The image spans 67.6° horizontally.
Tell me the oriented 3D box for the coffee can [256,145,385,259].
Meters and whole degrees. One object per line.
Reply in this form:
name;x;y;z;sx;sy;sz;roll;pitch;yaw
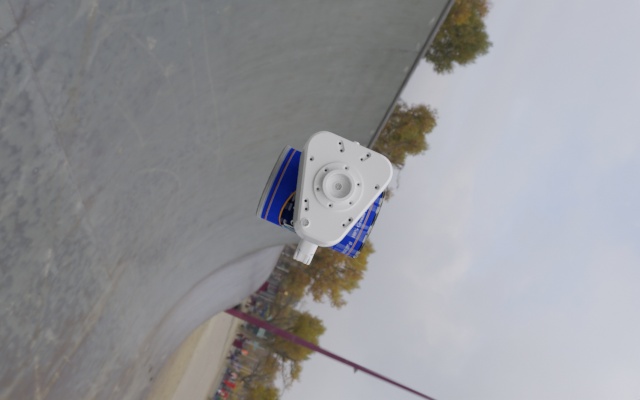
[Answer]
coffee can;0.000;0.002;0.627;0.140;0.103;0.103;23;-1;-1
